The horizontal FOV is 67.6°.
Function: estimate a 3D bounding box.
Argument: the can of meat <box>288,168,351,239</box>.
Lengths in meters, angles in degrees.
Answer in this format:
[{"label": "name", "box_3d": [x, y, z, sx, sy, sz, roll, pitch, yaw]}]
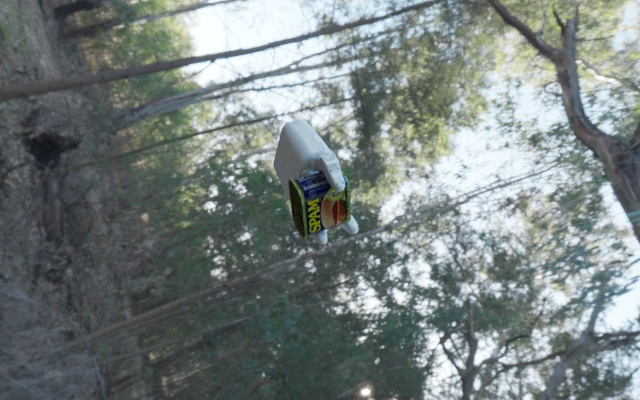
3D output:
[{"label": "can of meat", "box_3d": [0.000, 0.002, 0.761, 0.084, 0.102, 0.057, -18, 43, -16]}]
